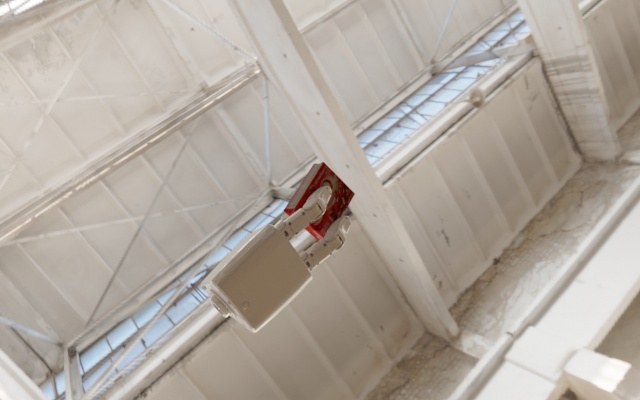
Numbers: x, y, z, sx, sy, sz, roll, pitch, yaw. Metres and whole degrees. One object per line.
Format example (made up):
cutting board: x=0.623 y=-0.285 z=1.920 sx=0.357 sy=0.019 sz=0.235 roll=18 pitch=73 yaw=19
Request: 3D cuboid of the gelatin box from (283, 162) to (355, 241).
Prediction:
gelatin box: x=0.000 y=0.002 z=0.682 sx=0.073 sy=0.089 sz=0.030 roll=44 pitch=-25 yaw=-27
